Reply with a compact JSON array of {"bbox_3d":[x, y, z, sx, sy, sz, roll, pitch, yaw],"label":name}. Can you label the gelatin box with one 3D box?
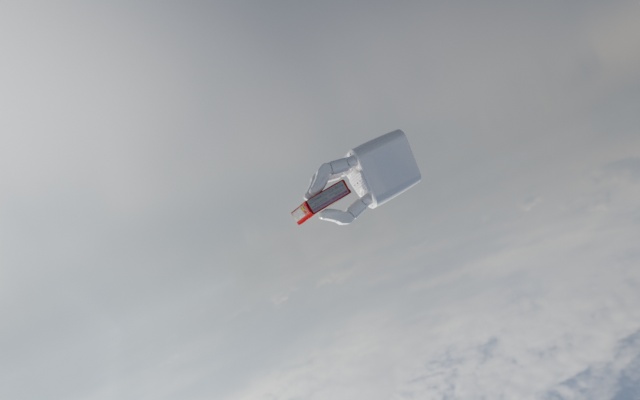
[{"bbox_3d":[0.000,0.003,0.836,0.089,0.030,0.073,-31,-2,-28],"label":"gelatin box"}]
